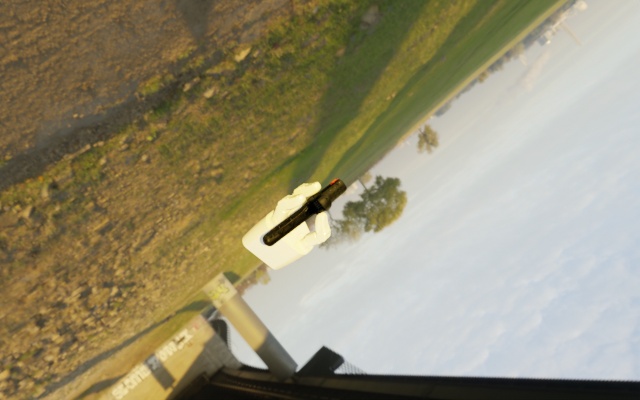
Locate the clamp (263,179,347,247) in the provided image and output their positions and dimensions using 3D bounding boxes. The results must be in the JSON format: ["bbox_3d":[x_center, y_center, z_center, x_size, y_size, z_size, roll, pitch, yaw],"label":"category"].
[{"bbox_3d":[0.001,0.003,0.886,0.164,0.036,0.210,-31,5,42],"label":"clamp"}]
